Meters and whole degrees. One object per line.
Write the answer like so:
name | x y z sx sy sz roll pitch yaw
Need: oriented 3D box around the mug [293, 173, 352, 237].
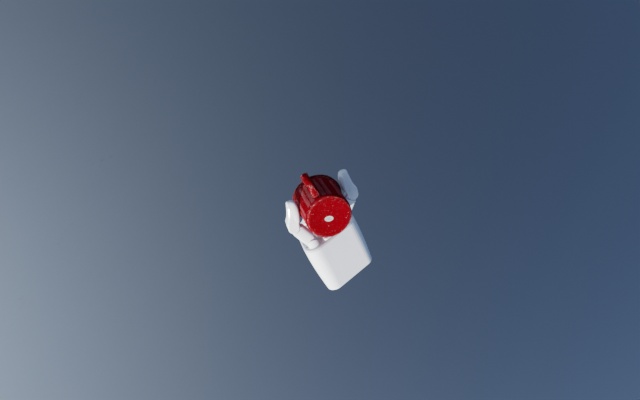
mug | 0.000 0.002 0.829 0.093 0.117 0.081 -29 29 -2
